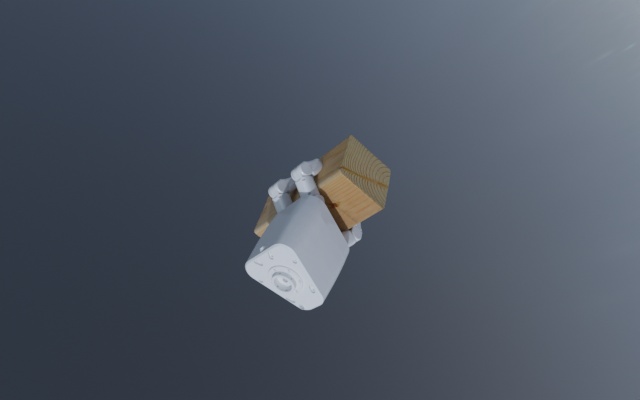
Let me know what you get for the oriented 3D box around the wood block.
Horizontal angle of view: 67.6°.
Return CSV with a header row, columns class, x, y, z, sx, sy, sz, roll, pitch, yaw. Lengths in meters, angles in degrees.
class,x,y,z,sx,sy,sz,roll,pitch,yaw
wood block,0.000,0.003,0.750,0.091,0.090,0.206,39,-49,-21
